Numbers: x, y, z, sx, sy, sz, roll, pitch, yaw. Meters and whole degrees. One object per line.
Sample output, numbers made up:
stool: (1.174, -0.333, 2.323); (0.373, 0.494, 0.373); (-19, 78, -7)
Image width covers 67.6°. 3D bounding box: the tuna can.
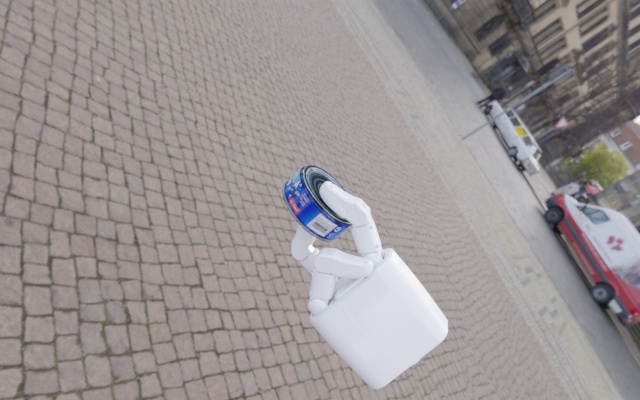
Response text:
tuna can: (0.000, 0.001, 0.535); (0.034, 0.086, 0.086); (-41, -20, 25)
